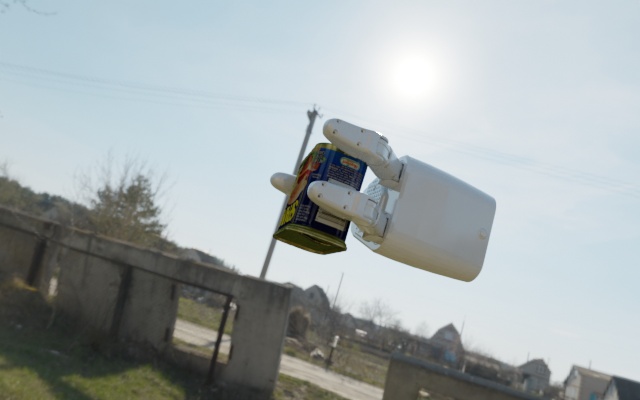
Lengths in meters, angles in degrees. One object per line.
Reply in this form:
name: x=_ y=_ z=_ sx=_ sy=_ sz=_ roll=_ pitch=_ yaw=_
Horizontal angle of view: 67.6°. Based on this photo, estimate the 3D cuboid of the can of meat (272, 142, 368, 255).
can of meat: x=0.000 y=0.001 z=0.449 sx=0.057 sy=0.084 sz=0.102 roll=21 pitch=-14 yaw=-11
